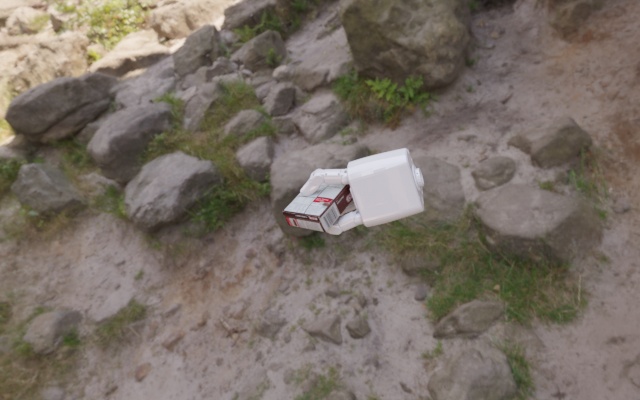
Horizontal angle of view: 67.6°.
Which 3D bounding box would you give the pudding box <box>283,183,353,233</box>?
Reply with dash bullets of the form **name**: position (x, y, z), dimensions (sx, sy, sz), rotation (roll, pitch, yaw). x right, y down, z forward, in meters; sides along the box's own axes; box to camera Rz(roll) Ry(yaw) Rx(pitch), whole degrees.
- **pudding box**: position (0.000, 0.003, 0.861), dimensions (0.090, 0.039, 0.113), rotation (7, 42, 40)
